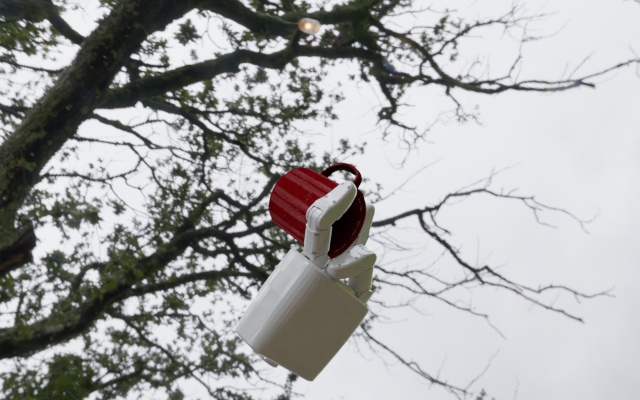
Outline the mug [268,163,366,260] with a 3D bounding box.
[{"bbox_3d":[0.001,0.001,0.563,0.081,0.117,0.093,31,-11,41],"label":"mug"}]
